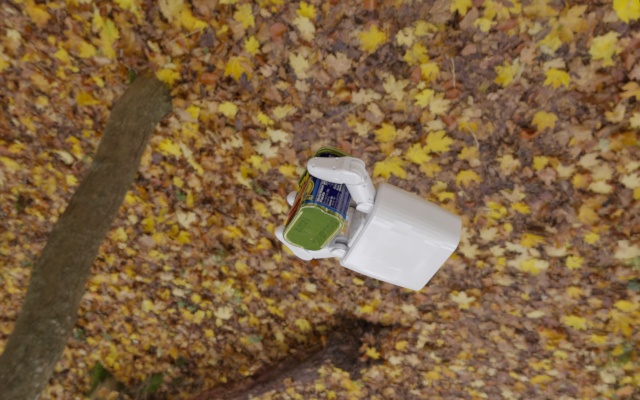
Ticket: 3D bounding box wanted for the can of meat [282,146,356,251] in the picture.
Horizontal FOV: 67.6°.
[{"bbox_3d":[0.000,0.002,0.554,0.057,0.084,0.102,23,-34,-9],"label":"can of meat"}]
